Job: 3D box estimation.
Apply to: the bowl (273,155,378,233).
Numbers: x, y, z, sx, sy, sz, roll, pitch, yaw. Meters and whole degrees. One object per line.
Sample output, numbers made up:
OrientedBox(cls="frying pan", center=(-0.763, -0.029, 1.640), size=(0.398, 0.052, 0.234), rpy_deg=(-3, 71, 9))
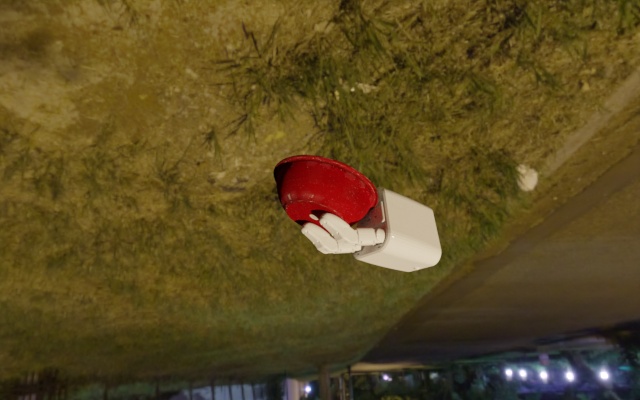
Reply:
OrientedBox(cls="bowl", center=(-0.001, 0.002, 0.699), size=(0.162, 0.055, 0.162), rpy_deg=(14, -28, 8))
